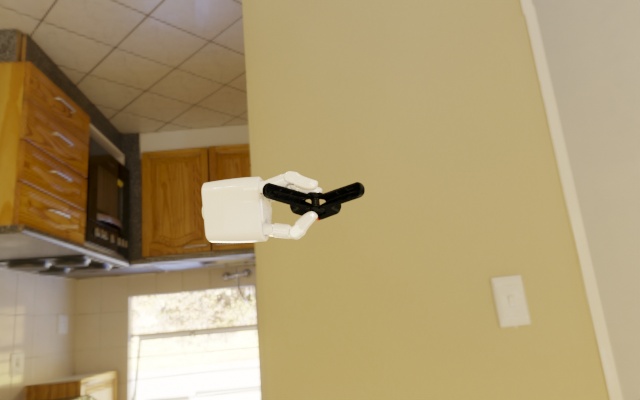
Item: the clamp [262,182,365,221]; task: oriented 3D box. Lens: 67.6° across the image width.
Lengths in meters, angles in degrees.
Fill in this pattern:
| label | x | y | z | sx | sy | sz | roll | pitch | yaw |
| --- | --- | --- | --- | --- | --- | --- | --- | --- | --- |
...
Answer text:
| label | x | y | z | sx | sy | sz | roll | pitch | yaw |
| --- | --- | --- | --- | --- | --- | --- | --- | --- | --- |
| clamp | 0.000 | 0.004 | 0.851 | 0.164 | 0.036 | 0.210 | -1 | -13 | 8 |
